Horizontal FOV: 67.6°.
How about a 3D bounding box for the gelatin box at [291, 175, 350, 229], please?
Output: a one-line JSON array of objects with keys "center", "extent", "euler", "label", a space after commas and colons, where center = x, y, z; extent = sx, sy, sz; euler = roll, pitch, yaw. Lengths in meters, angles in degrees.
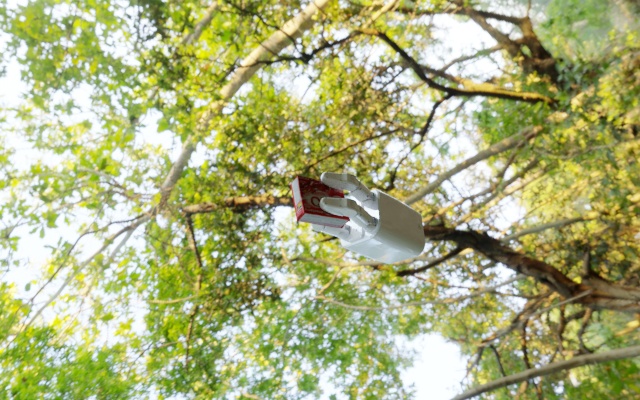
[{"center": [0.000, 0.003, 0.775], "extent": [0.089, 0.073, 0.030], "euler": [10, -39, -30], "label": "gelatin box"}]
